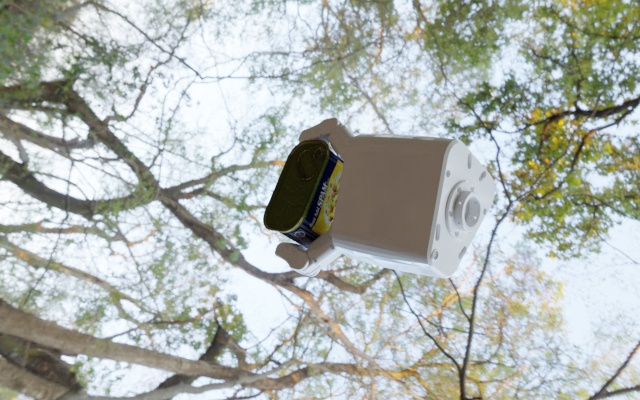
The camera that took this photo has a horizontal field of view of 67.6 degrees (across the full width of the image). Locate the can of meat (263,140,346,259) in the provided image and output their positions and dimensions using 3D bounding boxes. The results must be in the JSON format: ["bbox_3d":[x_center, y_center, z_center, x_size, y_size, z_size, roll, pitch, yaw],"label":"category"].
[{"bbox_3d":[0.000,0.002,0.500,0.057,0.102,0.084,5,-23,46],"label":"can of meat"}]
